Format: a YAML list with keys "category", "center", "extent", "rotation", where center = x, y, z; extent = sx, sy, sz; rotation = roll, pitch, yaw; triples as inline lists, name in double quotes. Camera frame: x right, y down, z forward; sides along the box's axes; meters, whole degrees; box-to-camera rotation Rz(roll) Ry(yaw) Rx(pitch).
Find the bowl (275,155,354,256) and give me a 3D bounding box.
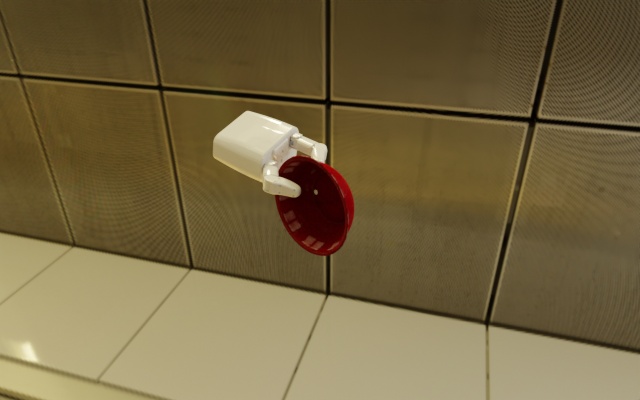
- category: "bowl"
  center: [0.001, 0.003, 0.749]
  extent: [0.055, 0.162, 0.162]
  rotation: [-22, 15, -40]
